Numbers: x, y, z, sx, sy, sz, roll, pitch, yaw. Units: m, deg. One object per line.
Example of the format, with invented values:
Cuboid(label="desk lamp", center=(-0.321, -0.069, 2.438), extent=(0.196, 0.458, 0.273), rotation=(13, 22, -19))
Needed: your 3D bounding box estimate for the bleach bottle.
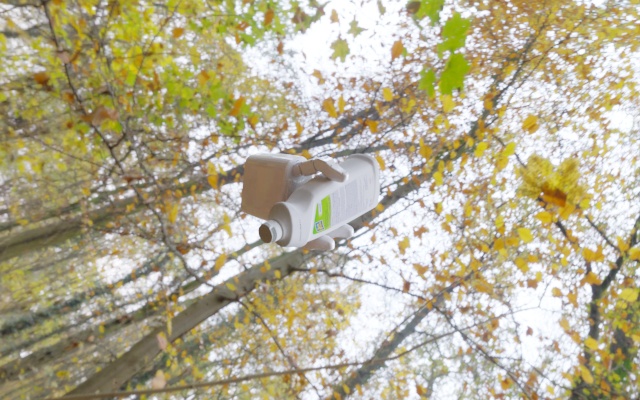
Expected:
Cuboid(label="bleach bottle", center=(0.000, 0.003, 0.754), extent=(0.068, 0.102, 0.250), rotation=(10, 23, 38))
